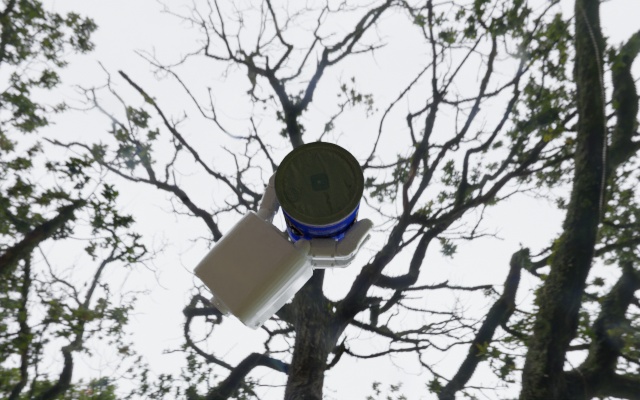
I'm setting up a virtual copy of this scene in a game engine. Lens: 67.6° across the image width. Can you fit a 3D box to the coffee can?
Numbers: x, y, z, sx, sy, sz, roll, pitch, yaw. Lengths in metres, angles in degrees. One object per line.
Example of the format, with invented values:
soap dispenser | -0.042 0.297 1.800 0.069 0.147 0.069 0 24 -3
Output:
coffee can | 0.000 0.002 0.603 0.103 0.102 0.140 0 -20 1
